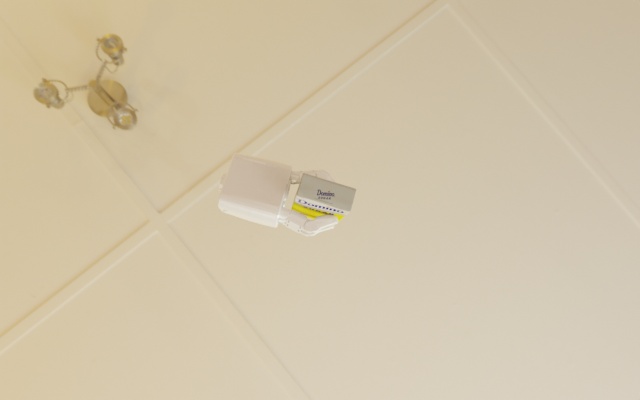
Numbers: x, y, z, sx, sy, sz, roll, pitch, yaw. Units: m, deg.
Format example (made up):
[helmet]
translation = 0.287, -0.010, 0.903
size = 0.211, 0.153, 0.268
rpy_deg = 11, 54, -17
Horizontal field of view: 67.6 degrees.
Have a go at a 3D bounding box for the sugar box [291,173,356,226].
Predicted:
[sugar box]
translation = 0.000, 0.003, 0.842
size = 0.093, 0.048, 0.176
rpy_deg = 17, -9, -3
